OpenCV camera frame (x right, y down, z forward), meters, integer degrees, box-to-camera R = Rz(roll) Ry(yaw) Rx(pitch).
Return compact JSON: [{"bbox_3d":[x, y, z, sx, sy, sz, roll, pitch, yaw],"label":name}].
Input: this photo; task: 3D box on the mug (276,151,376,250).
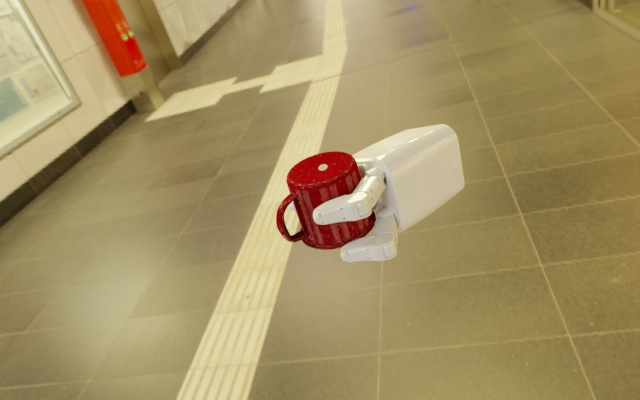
[{"bbox_3d":[-0.001,0.002,0.541,0.117,0.081,0.093,-29,31,-21],"label":"mug"}]
